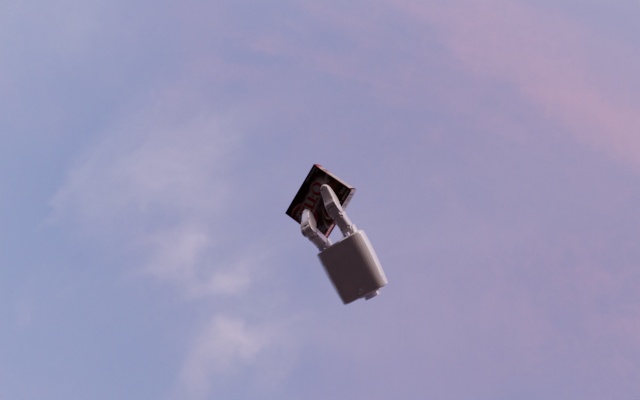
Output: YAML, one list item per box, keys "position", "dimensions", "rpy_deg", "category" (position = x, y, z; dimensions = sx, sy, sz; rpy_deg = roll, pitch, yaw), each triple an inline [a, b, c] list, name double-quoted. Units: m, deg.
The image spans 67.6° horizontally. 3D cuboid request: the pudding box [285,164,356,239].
- position: [0.000, 0.003, 0.887]
  dimensions: [0.090, 0.113, 0.039]
  rpy_deg: [35, 11, 19]
  category: "pudding box"
